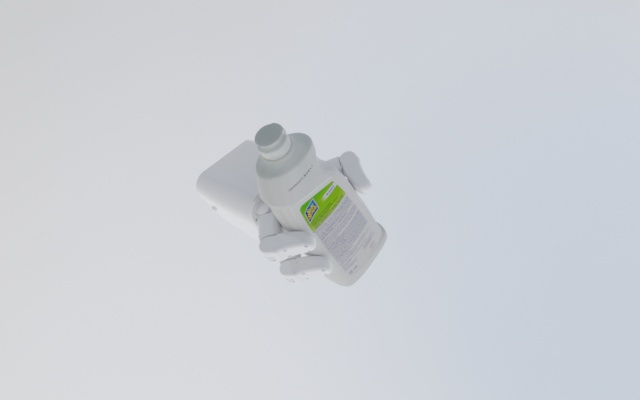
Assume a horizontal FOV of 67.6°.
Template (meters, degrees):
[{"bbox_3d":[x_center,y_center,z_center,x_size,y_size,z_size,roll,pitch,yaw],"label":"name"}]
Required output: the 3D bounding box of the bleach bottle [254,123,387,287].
[{"bbox_3d":[0.000,0.002,0.535,0.068,0.102,0.251,24,-21,35],"label":"bleach bottle"}]
